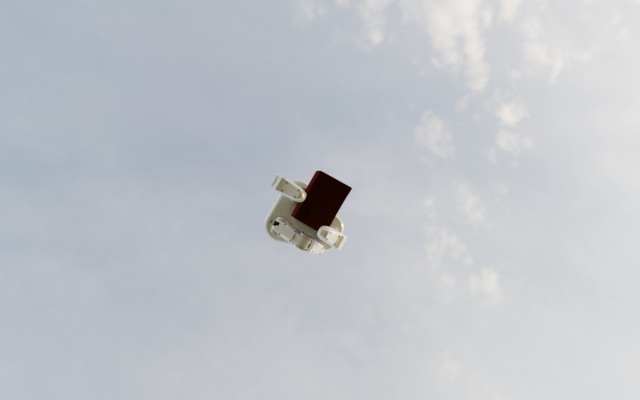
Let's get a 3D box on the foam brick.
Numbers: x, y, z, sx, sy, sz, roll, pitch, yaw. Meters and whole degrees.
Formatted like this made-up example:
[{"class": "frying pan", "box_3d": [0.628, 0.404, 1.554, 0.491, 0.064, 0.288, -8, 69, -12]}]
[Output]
[{"class": "foam brick", "box_3d": [0.000, 0.002, 0.678, 0.053, 0.078, 0.051, 31, -1, -8]}]
